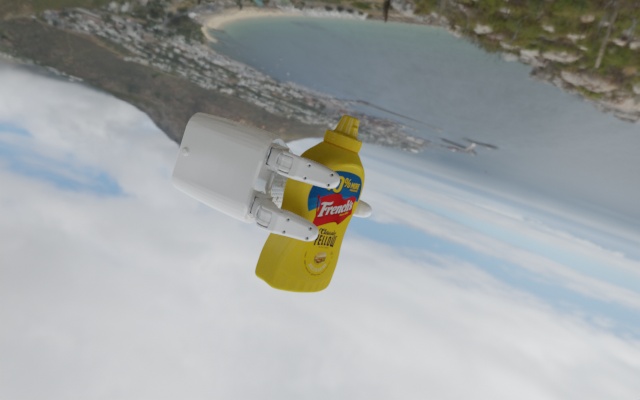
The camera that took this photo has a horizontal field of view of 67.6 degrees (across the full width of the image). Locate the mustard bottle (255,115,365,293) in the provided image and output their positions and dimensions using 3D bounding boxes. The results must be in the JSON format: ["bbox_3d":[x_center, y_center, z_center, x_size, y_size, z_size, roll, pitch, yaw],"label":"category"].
[{"bbox_3d":[0.000,0.002,0.513,0.096,0.191,0.058,12,10,-46],"label":"mustard bottle"}]
